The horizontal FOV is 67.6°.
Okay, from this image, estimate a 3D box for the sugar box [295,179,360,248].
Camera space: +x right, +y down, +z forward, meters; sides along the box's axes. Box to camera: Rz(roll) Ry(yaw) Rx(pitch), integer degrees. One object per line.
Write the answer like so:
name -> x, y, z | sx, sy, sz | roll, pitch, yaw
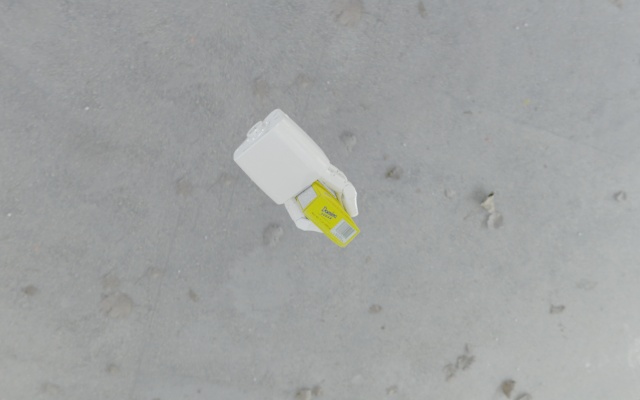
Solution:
sugar box -> 0.000, 0.002, 0.793 | 0.093, 0.048, 0.176 | 43, 9, -23
